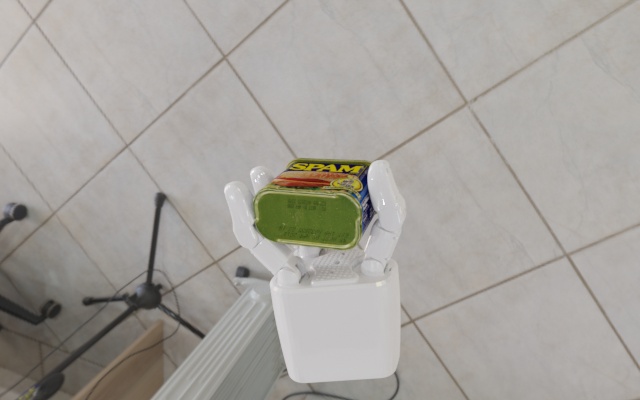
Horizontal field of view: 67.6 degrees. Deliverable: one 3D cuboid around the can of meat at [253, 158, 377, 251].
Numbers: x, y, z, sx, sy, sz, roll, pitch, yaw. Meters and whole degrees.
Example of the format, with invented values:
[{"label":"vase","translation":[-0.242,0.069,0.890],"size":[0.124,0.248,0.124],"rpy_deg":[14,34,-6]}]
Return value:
[{"label":"can of meat","translation":[0.000,0.001,0.432],"size":[0.102,0.057,0.084],"rpy_deg":[4,23,18]}]
